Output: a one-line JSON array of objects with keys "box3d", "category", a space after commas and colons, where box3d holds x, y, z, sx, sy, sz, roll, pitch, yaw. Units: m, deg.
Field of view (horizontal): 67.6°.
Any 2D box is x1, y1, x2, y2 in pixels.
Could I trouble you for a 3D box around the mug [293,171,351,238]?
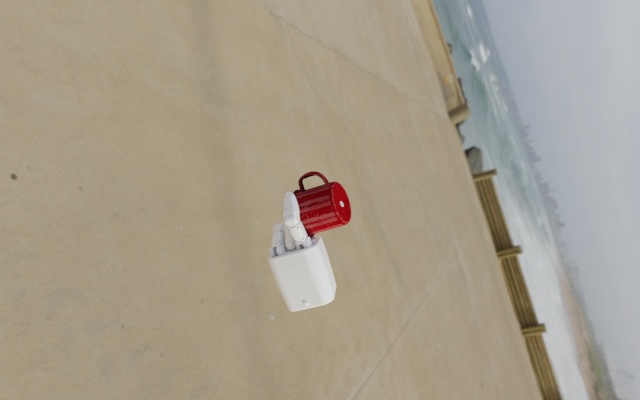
[{"box3d": [0.000, 0.001, 0.867, 0.081, 0.117, 0.093, -17, 7, 24], "category": "mug"}]
